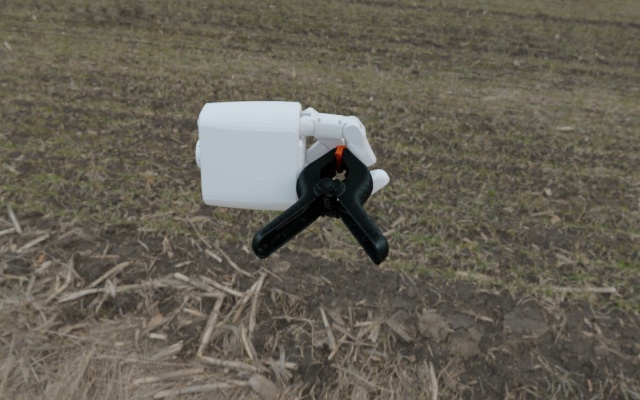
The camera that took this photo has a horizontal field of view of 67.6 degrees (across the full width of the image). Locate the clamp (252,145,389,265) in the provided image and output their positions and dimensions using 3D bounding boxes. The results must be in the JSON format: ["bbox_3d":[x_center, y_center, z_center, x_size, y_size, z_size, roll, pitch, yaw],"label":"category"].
[{"bbox_3d":[0.000,0.001,0.470,0.120,0.039,0.171,1,34,1],"label":"clamp"}]
